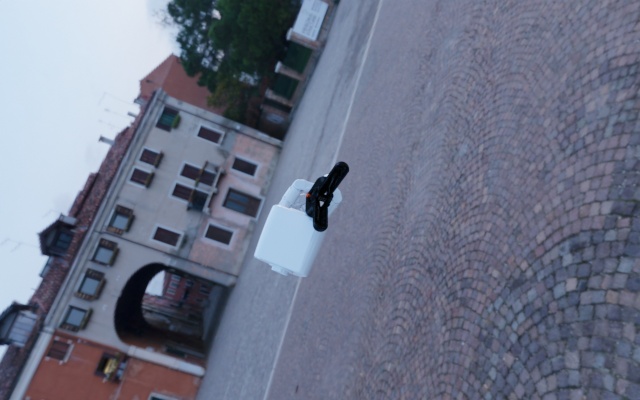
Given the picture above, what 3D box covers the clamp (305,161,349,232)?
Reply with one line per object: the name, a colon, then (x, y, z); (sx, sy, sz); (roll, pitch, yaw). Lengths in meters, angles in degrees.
clamp: (0.000, 0.002, 0.839); (0.039, 0.120, 0.171); (27, -14, -8)
